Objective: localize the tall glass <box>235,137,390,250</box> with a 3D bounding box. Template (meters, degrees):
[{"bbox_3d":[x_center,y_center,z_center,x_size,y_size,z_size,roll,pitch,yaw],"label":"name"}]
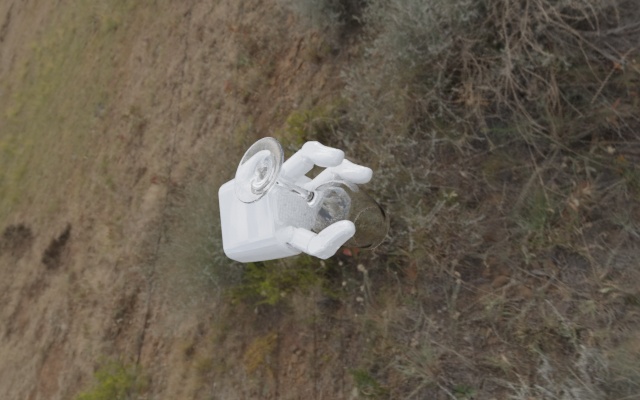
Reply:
[{"bbox_3d":[0.000,0.002,0.561,0.079,0.079,0.201,0,-20,45],"label":"tall glass"}]
